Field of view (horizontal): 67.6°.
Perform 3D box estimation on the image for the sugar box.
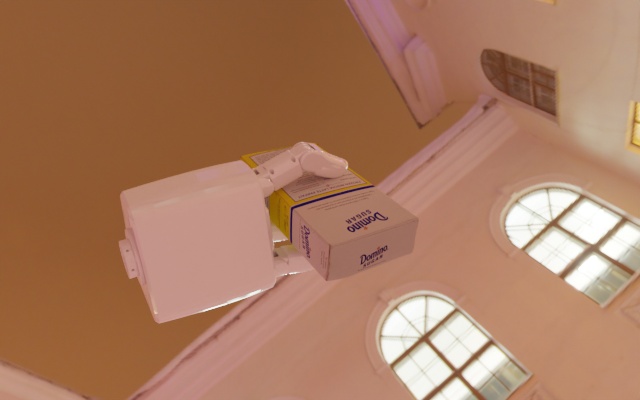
[{"bbox_3d":[0.000,0.002,0.457,0.093,0.048,0.176,-15,37,-27],"label":"sugar box"}]
